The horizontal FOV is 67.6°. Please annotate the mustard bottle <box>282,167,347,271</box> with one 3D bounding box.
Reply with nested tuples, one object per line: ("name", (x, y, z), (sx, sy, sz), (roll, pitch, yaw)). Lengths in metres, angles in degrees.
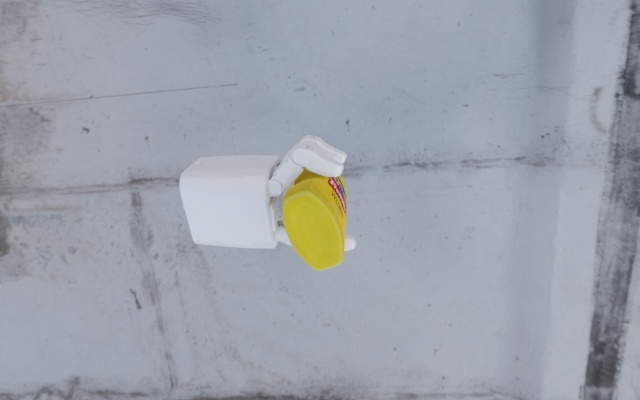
("mustard bottle", (0.000, 0.002, 0.591), (0.058, 0.096, 0.191), (-22, 17, 13))
